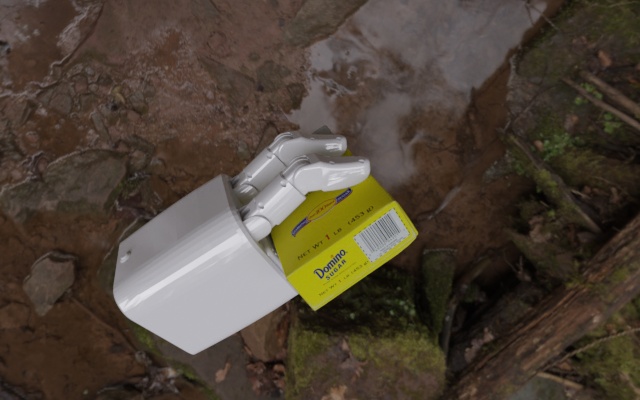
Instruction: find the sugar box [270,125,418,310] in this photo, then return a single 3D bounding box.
[{"bbox_3d":[0.000,0.001,0.400,0.093,0.048,0.176,-35,32,1],"label":"sugar box"}]
